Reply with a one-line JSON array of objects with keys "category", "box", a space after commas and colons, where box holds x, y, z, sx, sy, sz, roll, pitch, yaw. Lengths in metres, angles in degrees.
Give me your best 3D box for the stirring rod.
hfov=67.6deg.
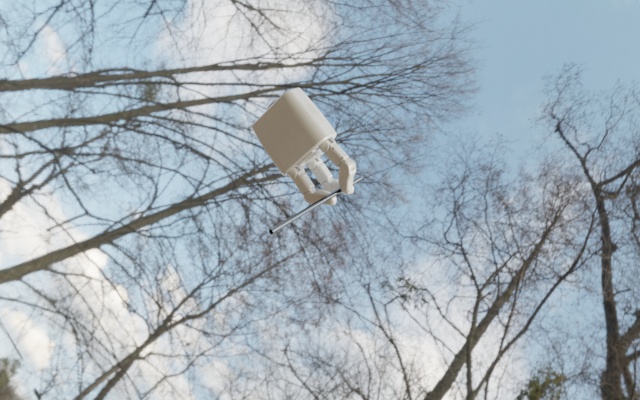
[{"category": "stirring rod", "box": [0.000, 0.002, 0.771, 0.011, 0.011, 0.239, 0, 21, 39]}]
